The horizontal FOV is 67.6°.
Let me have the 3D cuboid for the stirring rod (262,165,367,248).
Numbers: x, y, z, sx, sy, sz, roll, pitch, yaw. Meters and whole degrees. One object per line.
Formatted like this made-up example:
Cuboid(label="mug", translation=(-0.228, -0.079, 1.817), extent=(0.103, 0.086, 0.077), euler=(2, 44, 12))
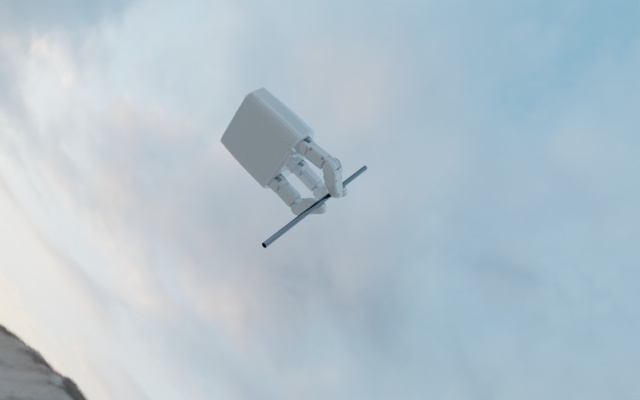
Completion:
Cuboid(label="stirring rod", translation=(0.000, 0.002, 0.682), extent=(0.011, 0.011, 0.239), euler=(0, 27, 42))
